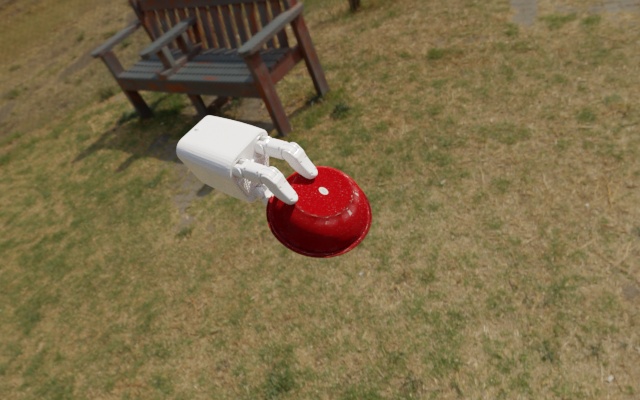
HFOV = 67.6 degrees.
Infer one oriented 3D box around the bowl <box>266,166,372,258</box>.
[{"bbox_3d":[0.001,0.002,0.706,0.162,0.162,0.055,0,-36,-5],"label":"bowl"}]
